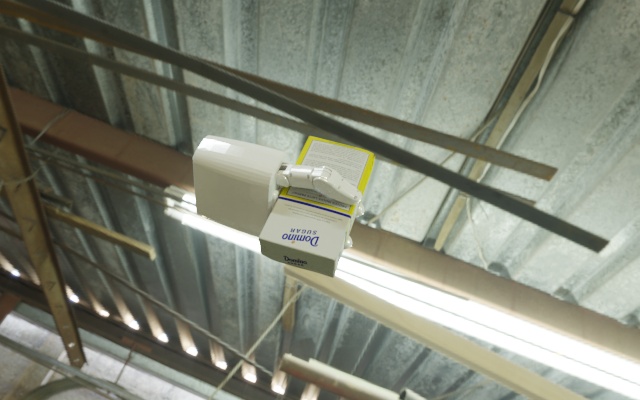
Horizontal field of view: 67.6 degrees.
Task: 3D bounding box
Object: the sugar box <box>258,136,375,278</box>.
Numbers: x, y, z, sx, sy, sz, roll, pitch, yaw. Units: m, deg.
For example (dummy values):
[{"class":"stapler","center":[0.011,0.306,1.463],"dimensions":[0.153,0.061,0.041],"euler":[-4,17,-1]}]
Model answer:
[{"class":"sugar box","center":[0.000,0.002,0.587],"dimensions":[0.093,0.176,0.048],"euler":[16,-36,11]}]
